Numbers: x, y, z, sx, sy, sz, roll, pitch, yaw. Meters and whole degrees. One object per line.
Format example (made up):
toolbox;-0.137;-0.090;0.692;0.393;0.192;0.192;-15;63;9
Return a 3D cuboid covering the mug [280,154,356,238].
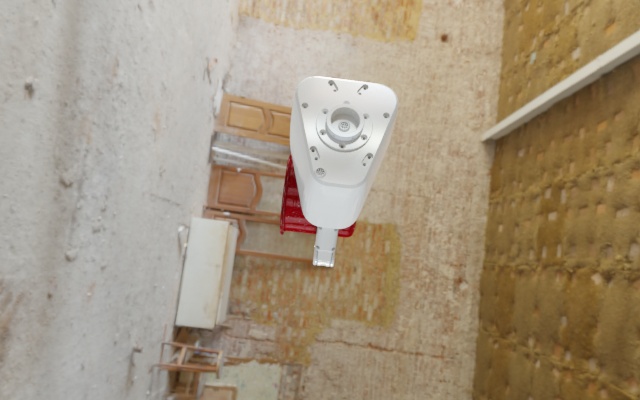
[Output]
mug;0.000;0.002;0.555;0.081;0.093;0.117;7;-20;0
